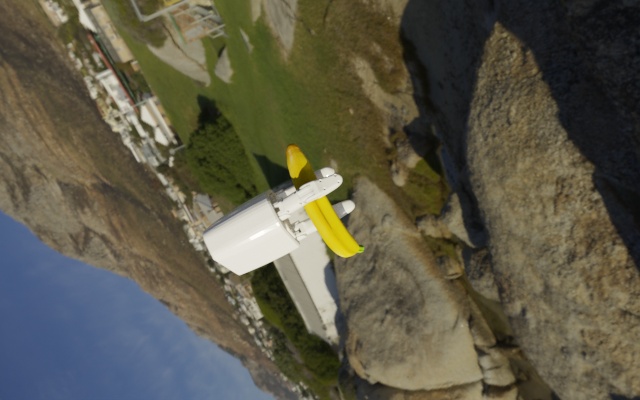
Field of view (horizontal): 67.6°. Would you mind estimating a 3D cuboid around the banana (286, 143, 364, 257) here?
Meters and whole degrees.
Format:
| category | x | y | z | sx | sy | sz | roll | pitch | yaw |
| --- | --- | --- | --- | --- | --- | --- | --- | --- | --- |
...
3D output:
| category | x | y | z | sx | sy | sz | roll | pitch | yaw |
| --- | --- | --- | --- | --- | --- | --- | --- | --- | --- |
| banana | 0.001 | 0.010 | 0.683 | 0.037 | 0.198 | 0.069 | -29 | 13 | 11 |
